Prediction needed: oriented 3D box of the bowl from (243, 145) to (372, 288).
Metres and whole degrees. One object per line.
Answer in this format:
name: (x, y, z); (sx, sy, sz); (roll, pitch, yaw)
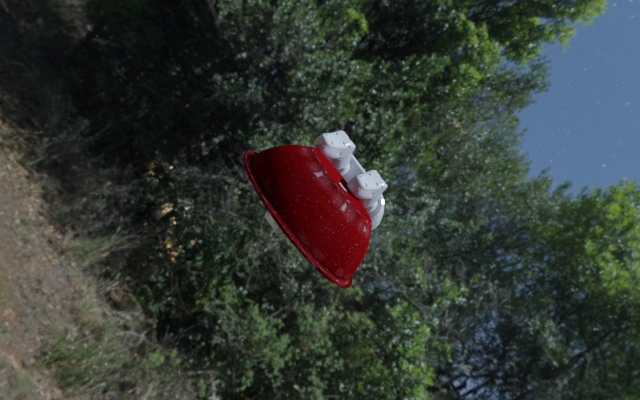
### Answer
bowl: (0.000, 0.001, 0.452); (0.055, 0.162, 0.162); (-37, -7, 9)
